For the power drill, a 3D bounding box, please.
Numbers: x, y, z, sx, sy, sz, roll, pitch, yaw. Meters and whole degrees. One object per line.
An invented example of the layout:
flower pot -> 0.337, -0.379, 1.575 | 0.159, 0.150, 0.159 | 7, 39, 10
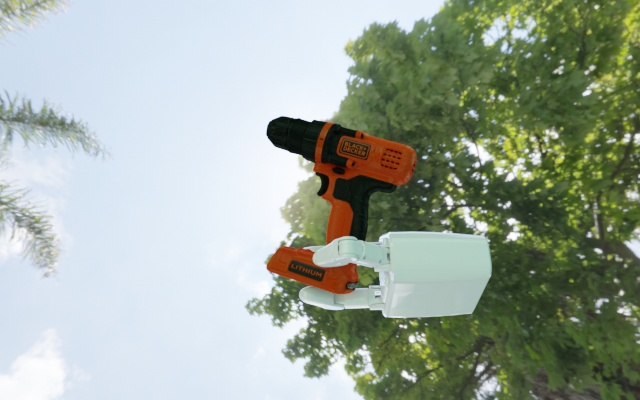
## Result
power drill -> 0.000, 0.002, 0.556 | 0.184, 0.187, 0.057 | 17, -1, 18
